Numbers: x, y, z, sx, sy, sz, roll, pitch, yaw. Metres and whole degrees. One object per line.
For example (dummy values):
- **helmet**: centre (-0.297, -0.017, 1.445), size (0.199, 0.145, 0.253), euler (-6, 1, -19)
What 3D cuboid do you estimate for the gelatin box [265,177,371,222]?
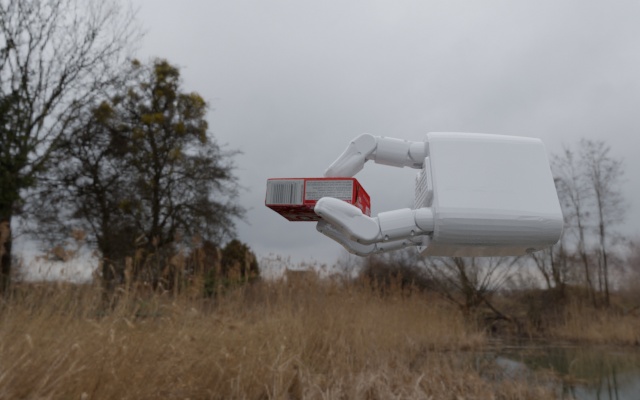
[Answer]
- **gelatin box**: centre (0.000, 0.001, 0.466), size (0.089, 0.030, 0.073), euler (0, -14, 15)
